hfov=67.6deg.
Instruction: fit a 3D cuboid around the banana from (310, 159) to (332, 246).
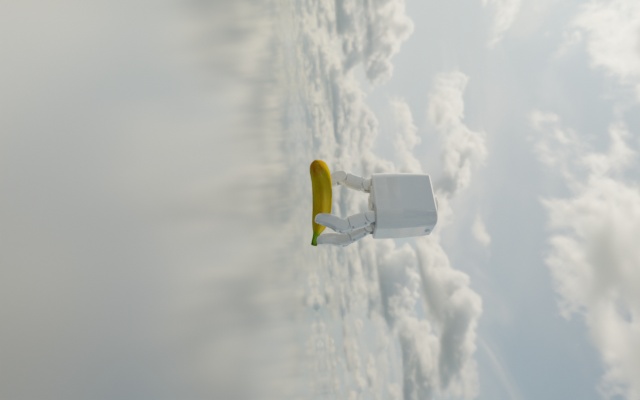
[{"bbox_3d":[0.001,-0.008,0.834,0.037,0.198,0.069,2,44,3],"label":"banana"}]
